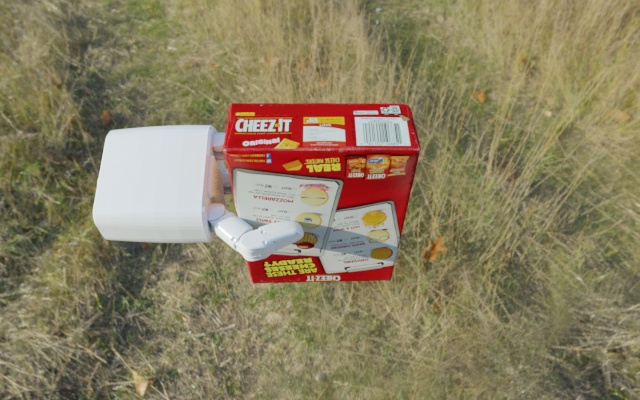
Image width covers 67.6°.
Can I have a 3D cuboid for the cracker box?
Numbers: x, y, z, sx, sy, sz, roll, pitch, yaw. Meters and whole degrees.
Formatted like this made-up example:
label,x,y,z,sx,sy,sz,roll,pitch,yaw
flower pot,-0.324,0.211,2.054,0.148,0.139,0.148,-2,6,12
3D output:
label,x,y,z,sx,sy,sz,roll,pitch,yaw
cracker box,0.000,0.002,0.487,0.164,0.072,0.214,-1,-39,-1
